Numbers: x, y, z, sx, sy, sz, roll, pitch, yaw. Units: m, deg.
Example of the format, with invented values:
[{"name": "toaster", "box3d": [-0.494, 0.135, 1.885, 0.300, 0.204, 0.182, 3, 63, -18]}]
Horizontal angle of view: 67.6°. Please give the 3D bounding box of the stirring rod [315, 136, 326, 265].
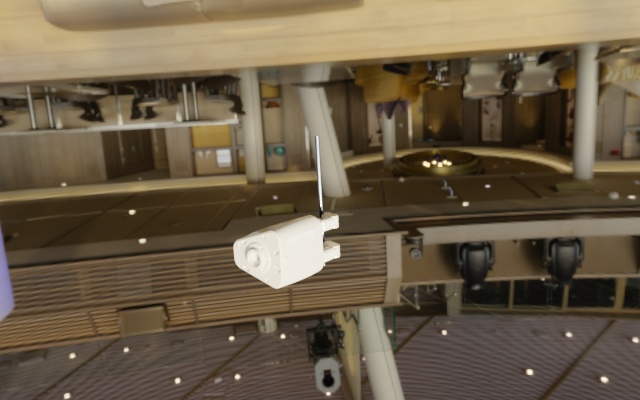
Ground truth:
[{"name": "stirring rod", "box3d": [0.000, 0.003, 0.880, 0.011, 0.239, 0.011, -3, 10, 1]}]
